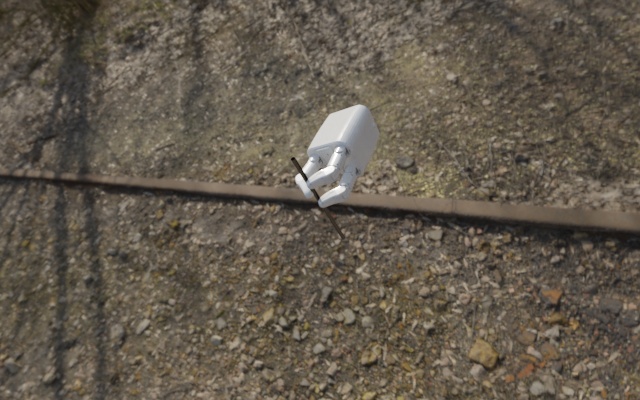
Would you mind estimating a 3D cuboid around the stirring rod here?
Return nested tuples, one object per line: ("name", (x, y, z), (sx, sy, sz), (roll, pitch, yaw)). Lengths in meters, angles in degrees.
("stirring rod", (0.000, 0.003, 0.897), (0.011, 0.011, 0.240), (0, -38, 30))
